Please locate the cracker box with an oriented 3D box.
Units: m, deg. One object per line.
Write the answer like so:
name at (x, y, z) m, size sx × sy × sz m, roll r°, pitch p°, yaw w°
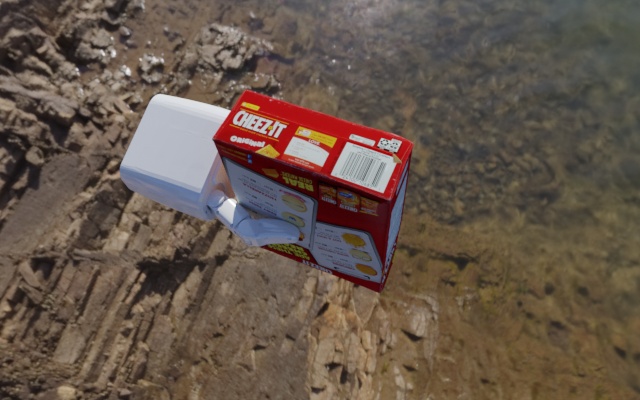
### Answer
cracker box at (0.000, 0.002, 0.487) m, size 0.164 × 0.072 × 0.214 m, roll 19°, pitch -27°, yaw 15°
